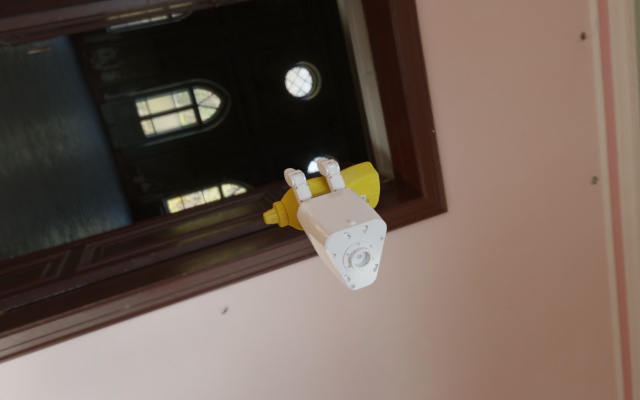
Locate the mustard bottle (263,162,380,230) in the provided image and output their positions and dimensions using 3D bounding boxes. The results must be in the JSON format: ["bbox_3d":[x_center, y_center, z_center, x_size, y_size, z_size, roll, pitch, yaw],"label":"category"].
[{"bbox_3d":[0.000,0.002,0.783,0.191,0.058,0.096,-18,-37,-15],"label":"mustard bottle"}]
